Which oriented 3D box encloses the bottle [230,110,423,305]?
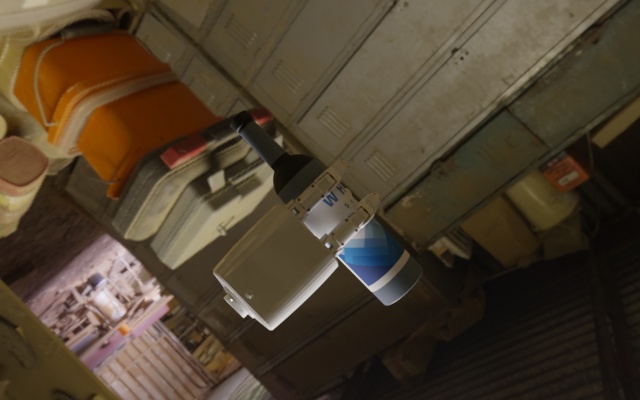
[{"bbox_3d":[0.000,0.002,0.594,0.069,0.295,0.069,-45,0,0],"label":"bottle"}]
